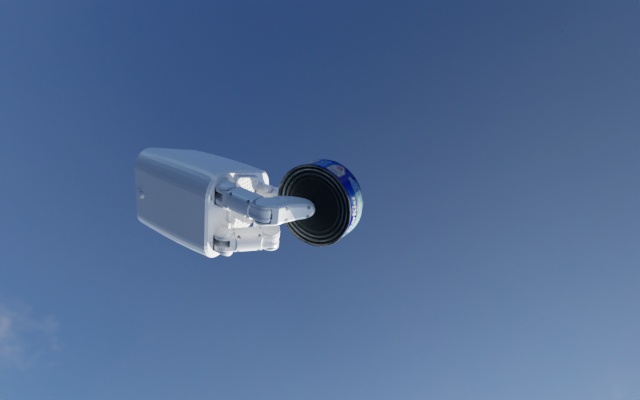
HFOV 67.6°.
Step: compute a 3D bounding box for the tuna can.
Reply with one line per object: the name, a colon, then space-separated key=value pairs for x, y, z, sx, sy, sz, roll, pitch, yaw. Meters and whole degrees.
tuna can: x=0.000 y=0.001 z=0.491 sx=0.086 sy=0.086 sz=0.033 roll=0 pitch=16 yaw=32
